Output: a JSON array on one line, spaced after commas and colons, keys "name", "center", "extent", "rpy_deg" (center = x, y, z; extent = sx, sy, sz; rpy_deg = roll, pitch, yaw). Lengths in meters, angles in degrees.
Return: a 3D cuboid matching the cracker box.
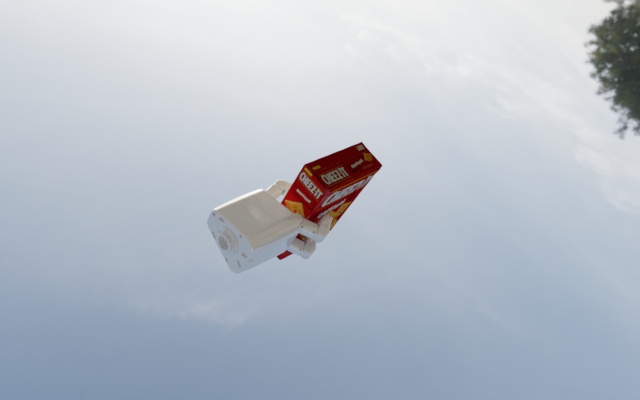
[{"name": "cracker box", "center": [0.000, 0.003, 0.893], "extent": [0.164, 0.072, 0.214], "rpy_deg": [-27, -20, -45]}]
